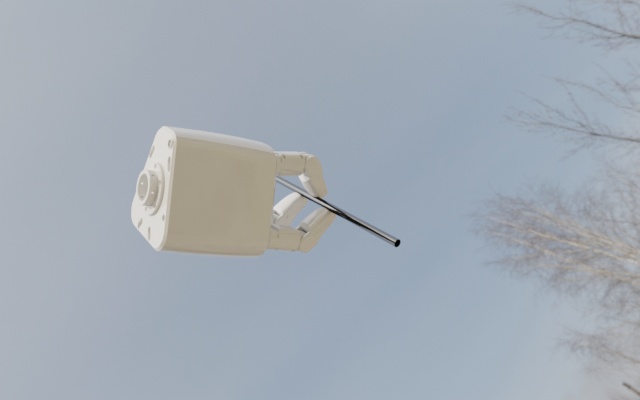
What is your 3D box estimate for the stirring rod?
[{"bbox_3d":[0.000,0.002,0.530,0.011,0.011,0.239,0,18,-39],"label":"stirring rod"}]
